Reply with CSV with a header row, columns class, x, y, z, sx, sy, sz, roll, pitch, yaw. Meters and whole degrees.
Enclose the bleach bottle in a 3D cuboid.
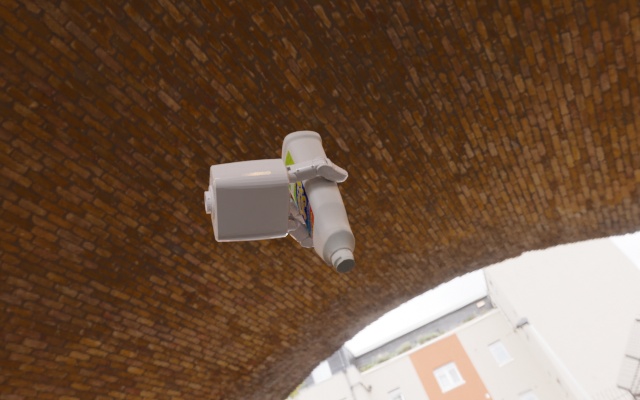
class,x,y,z,sx,sy,sz,roll,pitch,yaw
bleach bottle,0.000,0.002,0.741,0.068,0.103,0.250,-7,43,-17
